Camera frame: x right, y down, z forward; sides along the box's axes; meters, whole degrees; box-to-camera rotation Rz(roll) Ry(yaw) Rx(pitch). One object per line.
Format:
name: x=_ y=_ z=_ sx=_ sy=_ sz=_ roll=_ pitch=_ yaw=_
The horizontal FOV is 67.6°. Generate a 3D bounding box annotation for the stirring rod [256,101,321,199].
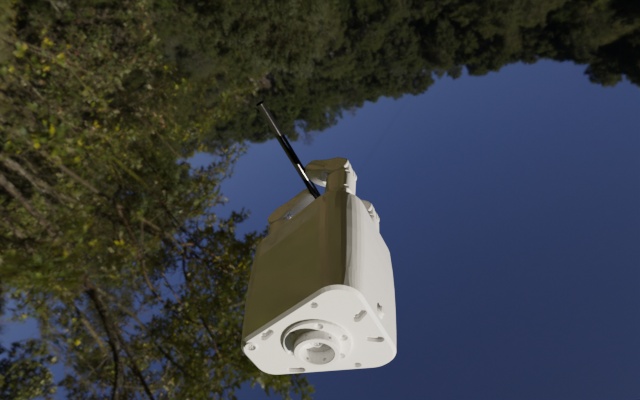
stirring rod: x=0.000 y=0.002 z=0.487 sx=0.011 sy=0.240 sz=0.011 roll=-22 pitch=32 yaw=15
